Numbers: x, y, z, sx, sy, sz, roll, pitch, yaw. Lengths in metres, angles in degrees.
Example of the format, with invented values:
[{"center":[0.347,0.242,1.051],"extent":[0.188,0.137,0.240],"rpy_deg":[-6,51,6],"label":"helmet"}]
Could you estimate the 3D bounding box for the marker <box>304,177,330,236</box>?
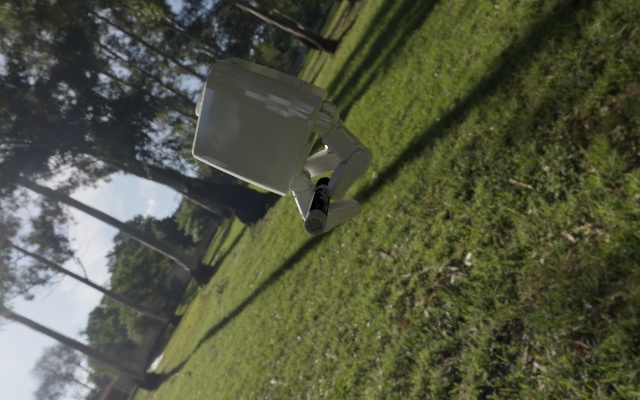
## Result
[{"center":[0.000,0.002,0.458],"extent":[0.020,0.020,0.121],"rpy_deg":[0,19,5],"label":"marker"}]
